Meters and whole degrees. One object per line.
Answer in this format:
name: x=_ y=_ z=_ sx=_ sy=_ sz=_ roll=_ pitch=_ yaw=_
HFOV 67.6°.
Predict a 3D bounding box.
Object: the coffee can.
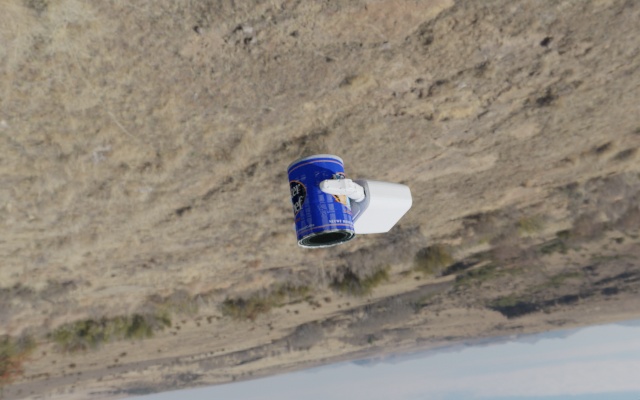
coffee can: x=0.000 y=0.003 z=0.841 sx=0.103 sy=0.140 sz=0.103 roll=-8 pitch=-19 yaw=-3
